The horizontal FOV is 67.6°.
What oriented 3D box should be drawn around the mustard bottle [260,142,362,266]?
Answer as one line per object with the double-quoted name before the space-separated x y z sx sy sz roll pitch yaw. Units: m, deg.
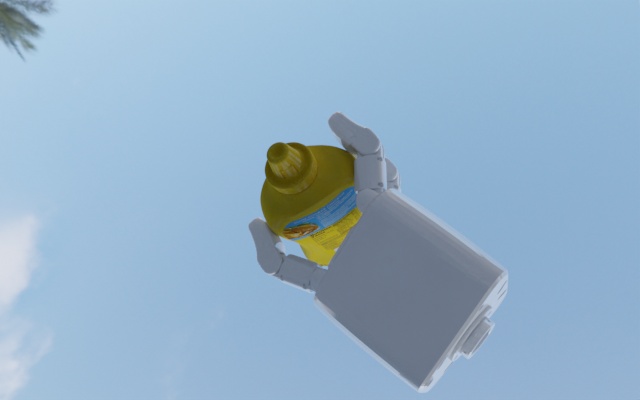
"mustard bottle" 0.000 0.001 0.431 0.096 0.058 0.192 -30 -29 6
